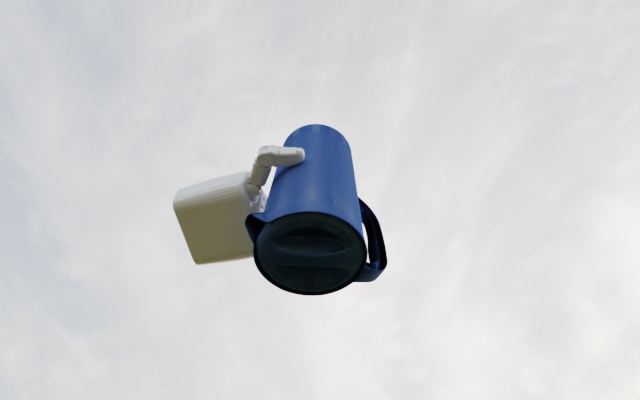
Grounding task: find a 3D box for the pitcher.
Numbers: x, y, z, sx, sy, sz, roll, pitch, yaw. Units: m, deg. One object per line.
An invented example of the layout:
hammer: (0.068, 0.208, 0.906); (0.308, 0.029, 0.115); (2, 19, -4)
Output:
pitcher: (0.000, 0.002, 0.644); (0.145, 0.149, 0.242); (-13, 35, 12)
